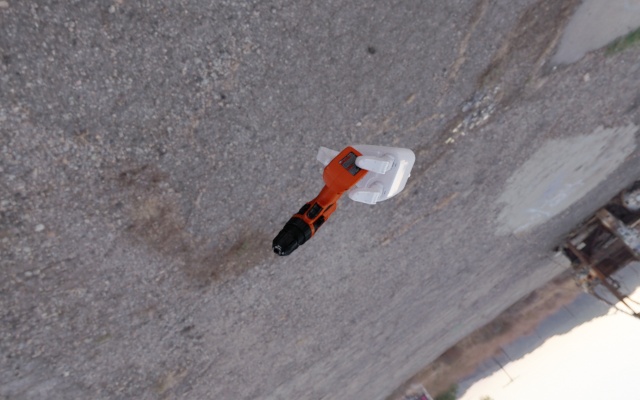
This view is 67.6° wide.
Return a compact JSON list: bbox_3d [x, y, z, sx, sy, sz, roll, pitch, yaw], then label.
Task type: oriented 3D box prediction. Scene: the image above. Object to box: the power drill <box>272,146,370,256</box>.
[{"bbox_3d":[0.001,0.002,0.831,0.184,0.057,0.188,-46,-4,-47],"label":"power drill"}]
